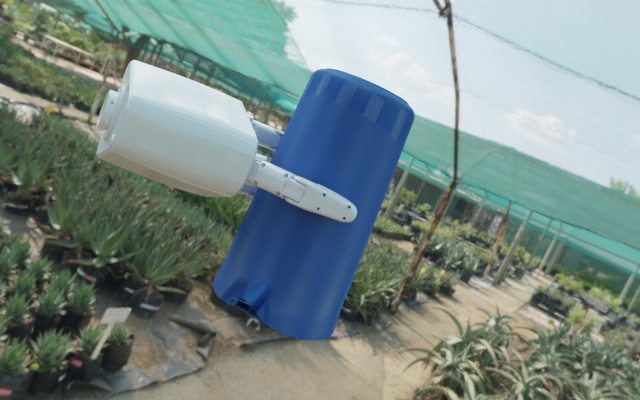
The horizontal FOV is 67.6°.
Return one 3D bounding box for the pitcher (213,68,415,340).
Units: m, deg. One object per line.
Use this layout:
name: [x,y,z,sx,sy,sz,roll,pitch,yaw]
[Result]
pitcher: [0.000,0.002,0.485,0.145,0.243,0.149,20,8,-28]
